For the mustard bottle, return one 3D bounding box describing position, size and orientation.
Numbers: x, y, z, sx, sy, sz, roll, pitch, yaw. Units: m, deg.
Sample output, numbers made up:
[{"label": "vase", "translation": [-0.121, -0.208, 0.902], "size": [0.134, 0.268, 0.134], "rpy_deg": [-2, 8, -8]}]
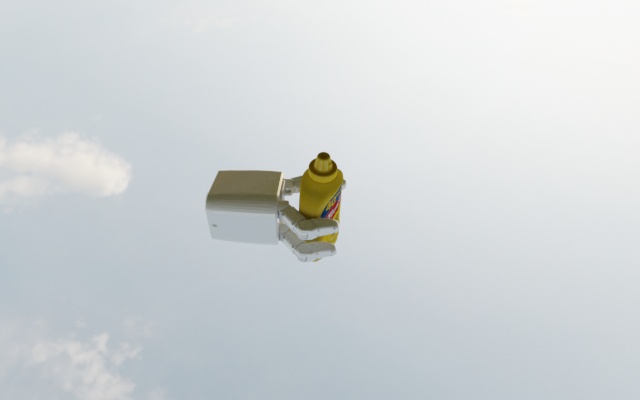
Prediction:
[{"label": "mustard bottle", "translation": [0.000, 0.003, 0.721], "size": [0.058, 0.192, 0.096], "rpy_deg": [22, 51, 16]}]
